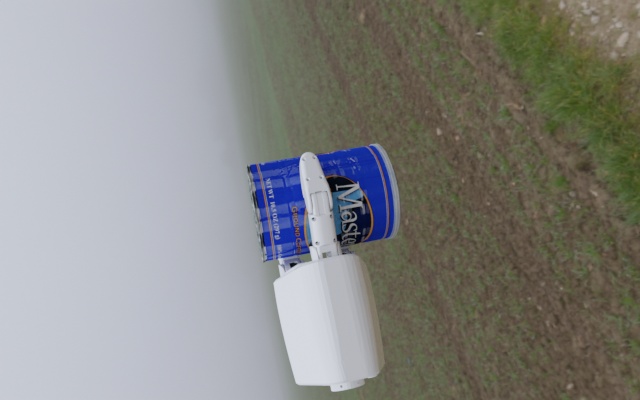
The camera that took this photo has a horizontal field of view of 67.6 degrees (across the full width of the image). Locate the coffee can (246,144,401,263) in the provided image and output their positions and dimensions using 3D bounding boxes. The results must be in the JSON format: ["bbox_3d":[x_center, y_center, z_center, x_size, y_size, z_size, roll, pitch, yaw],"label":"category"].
[{"bbox_3d":[0.000,0.001,0.500,0.140,0.103,0.103,-10,2,-9],"label":"coffee can"}]
